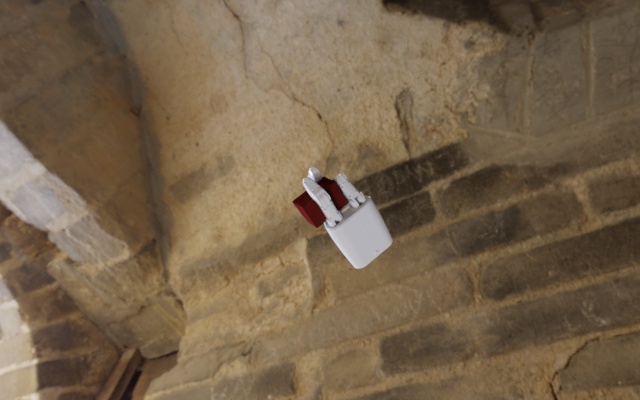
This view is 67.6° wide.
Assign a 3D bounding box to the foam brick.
[{"bbox_3d":[0.000,0.003,0.867,0.078,0.051,0.053,-38,26,-11],"label":"foam brick"}]
